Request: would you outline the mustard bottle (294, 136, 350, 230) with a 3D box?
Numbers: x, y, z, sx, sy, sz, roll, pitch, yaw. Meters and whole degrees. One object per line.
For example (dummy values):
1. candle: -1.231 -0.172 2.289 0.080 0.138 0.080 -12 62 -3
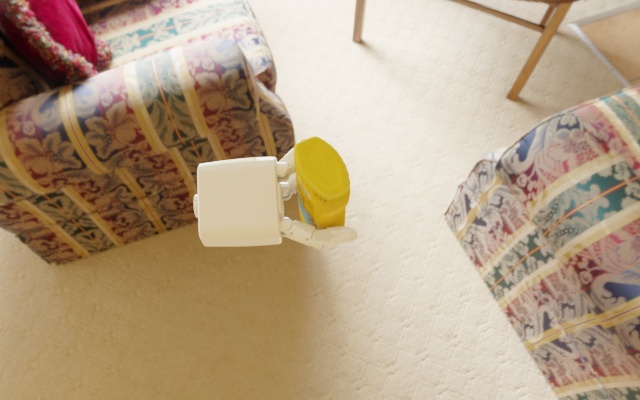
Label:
1. mustard bottle: 0.000 0.002 0.666 0.058 0.096 0.192 -26 -25 -14
